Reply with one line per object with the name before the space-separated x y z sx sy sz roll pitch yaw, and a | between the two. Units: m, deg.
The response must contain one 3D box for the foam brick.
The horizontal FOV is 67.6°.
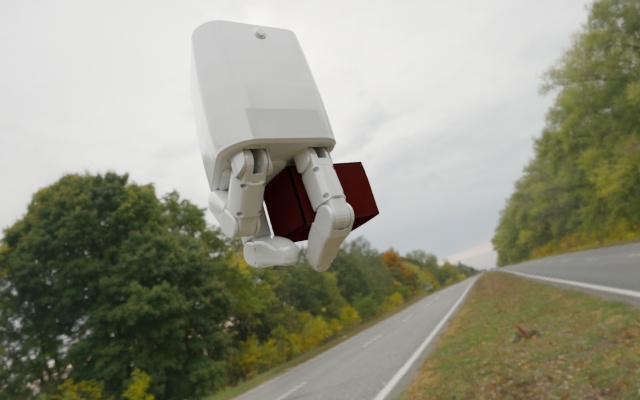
foam brick | 0.000 0.001 0.405 0.078 0.051 0.053 -6 -19 -36
